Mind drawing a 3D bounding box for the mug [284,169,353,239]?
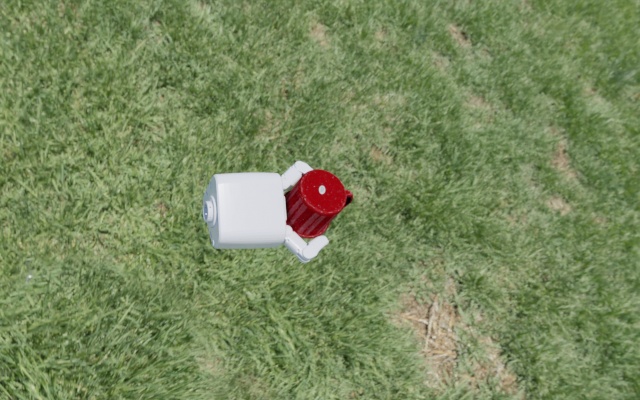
[{"bbox_3d":[0.002,0.002,0.768,0.117,0.093,0.081,-3,-26,-28],"label":"mug"}]
